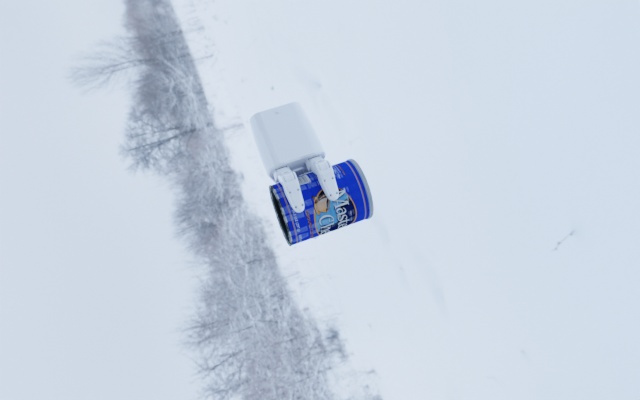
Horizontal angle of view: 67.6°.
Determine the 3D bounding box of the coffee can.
[{"bbox_3d":[0.000,0.003,0.765,0.140,0.103,0.103,-19,4,-11],"label":"coffee can"}]
